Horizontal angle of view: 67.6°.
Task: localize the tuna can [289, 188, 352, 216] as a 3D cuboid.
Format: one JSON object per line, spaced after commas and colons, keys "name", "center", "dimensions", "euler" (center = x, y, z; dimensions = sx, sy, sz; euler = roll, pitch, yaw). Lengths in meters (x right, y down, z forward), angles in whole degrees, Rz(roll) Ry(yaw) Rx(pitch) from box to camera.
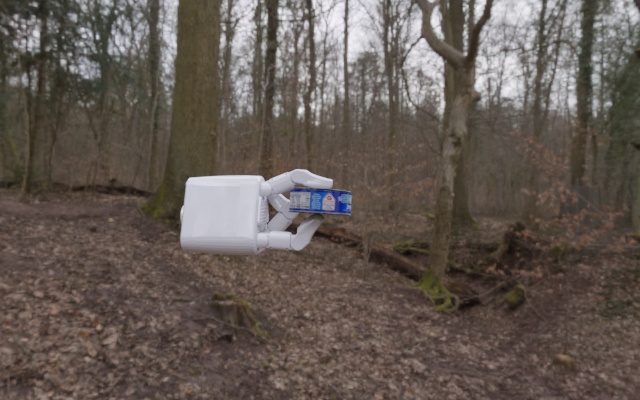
{"name": "tuna can", "center": [0.000, 0.002, 0.655], "dimensions": [0.086, 0.034, 0.086], "euler": [4, -2, 0]}
